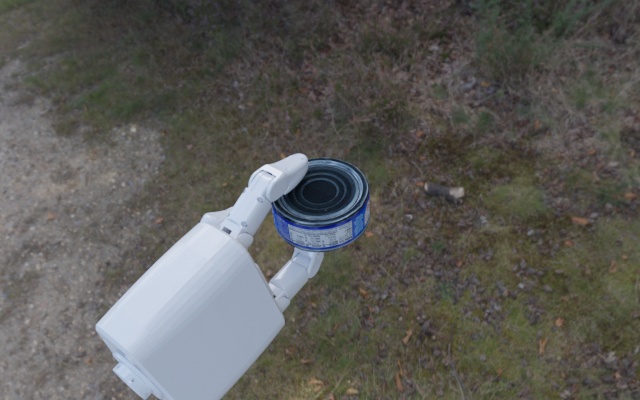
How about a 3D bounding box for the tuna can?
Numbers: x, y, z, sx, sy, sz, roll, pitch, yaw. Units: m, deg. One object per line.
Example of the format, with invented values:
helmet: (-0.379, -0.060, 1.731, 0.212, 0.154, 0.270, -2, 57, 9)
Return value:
tuna can: (0.000, 0.001, 0.412, 0.086, 0.034, 0.086, -3, 44, 3)
